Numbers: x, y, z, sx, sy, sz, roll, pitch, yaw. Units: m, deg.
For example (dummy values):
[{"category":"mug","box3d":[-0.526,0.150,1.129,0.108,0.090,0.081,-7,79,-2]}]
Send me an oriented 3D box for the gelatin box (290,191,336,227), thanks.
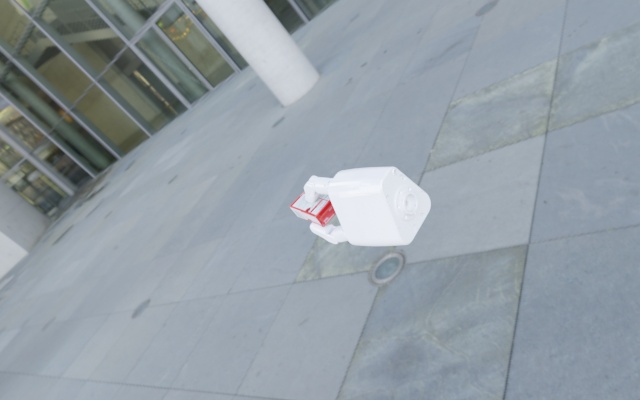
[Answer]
[{"category":"gelatin box","box3d":[0.000,0.002,0.814,0.089,0.073,0.030,18,-30,55]}]
